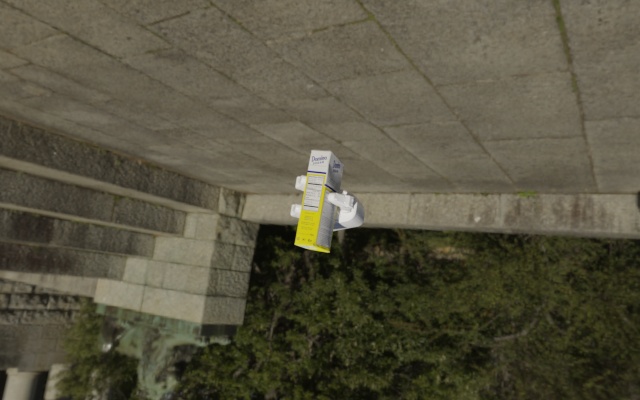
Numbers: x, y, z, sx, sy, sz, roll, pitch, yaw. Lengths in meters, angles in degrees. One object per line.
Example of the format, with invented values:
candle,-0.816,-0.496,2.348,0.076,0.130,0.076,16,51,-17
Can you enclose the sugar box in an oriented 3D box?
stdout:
sugar box,0.000,0.003,0.886,0.048,0.176,0.093,4,-11,19
